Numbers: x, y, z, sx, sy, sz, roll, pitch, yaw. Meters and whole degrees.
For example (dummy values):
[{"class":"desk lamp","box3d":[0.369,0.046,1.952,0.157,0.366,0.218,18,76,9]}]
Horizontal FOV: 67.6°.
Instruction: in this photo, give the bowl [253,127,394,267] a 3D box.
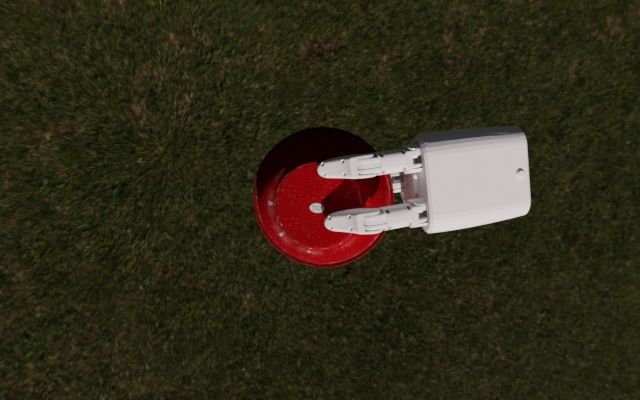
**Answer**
[{"class":"bowl","box3d":[-0.001,0.002,0.517,0.162,0.162,0.055,0,9,5]}]
